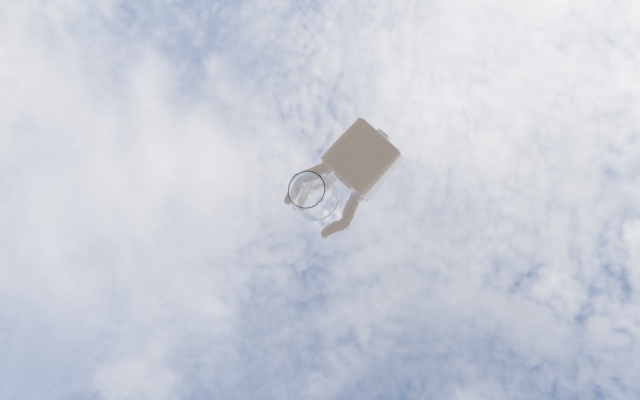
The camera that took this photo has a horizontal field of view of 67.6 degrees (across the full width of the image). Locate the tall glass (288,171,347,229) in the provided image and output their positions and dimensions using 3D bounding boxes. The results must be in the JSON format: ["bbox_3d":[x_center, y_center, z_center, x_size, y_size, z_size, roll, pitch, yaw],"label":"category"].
[{"bbox_3d":[0.000,0.003,0.843,0.079,0.079,0.201,0,-12,14],"label":"tall glass"}]
